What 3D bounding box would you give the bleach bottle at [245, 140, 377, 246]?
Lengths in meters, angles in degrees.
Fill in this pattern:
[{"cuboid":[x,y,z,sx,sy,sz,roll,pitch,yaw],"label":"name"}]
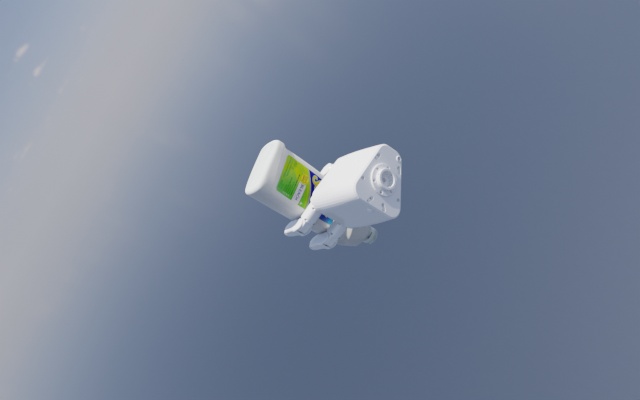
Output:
[{"cuboid":[0.000,0.003,0.820,0.251,0.102,0.068,30,-22,-26],"label":"bleach bottle"}]
